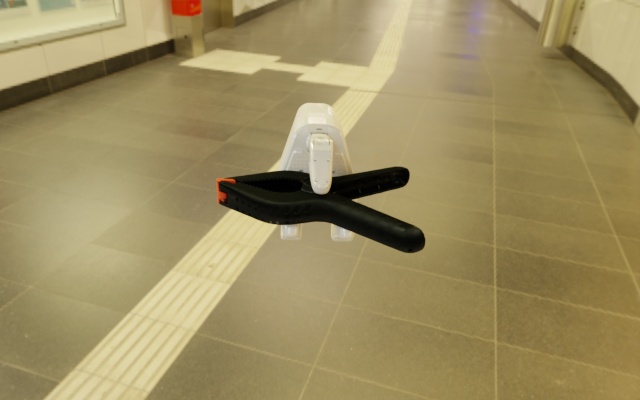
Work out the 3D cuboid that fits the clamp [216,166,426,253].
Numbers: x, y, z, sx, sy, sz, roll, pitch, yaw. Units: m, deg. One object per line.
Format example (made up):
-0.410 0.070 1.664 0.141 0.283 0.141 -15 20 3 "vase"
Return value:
0.000 0.001 0.473 0.210 0.036 0.164 1 24 -3 "clamp"
